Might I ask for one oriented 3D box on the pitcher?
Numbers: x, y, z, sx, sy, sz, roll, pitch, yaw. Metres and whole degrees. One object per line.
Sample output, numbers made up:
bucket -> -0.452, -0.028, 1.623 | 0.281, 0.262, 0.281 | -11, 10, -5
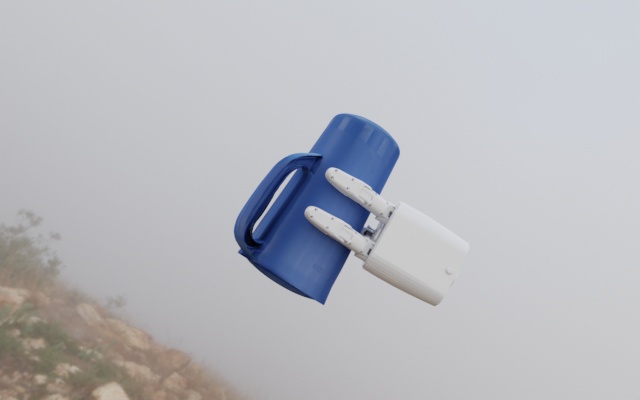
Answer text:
pitcher -> 0.000, 0.002, 0.638 | 0.145, 0.243, 0.149 | 30, -10, 4
